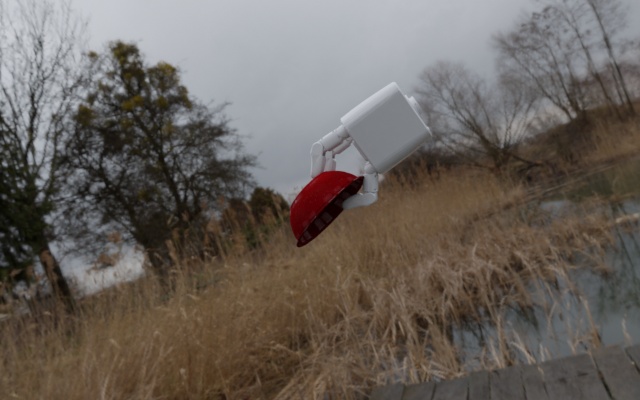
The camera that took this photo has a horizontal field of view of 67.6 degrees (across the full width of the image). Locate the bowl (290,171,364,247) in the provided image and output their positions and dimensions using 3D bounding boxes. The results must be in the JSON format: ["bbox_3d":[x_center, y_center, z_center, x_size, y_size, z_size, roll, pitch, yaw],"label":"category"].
[{"bbox_3d":[-0.001,0.003,0.799,0.055,0.162,0.162,43,10,11],"label":"bowl"}]
